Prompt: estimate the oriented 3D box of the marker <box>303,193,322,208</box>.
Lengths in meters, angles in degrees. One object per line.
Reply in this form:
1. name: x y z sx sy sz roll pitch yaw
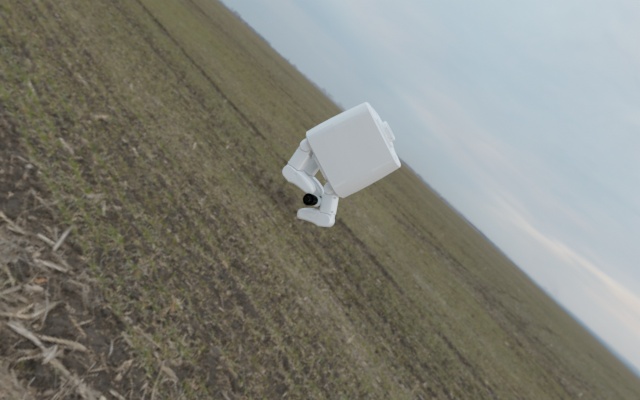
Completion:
1. marker: 0.000 0.003 0.762 0.020 0.020 0.121 0 -5 19
